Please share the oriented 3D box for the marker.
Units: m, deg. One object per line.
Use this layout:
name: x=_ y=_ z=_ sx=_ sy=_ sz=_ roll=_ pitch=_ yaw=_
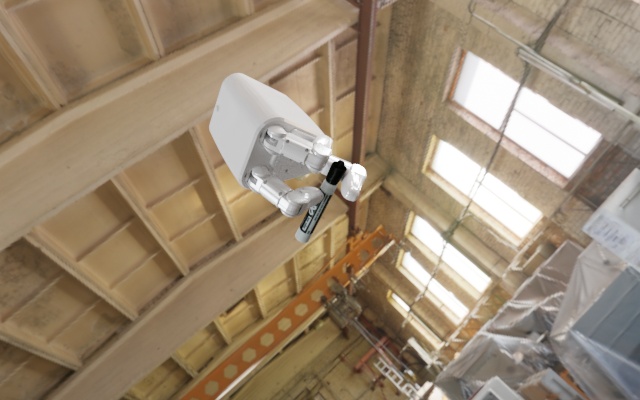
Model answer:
marker: x=0.000 y=0.002 z=0.573 sx=0.020 sy=0.121 sz=0.020 roll=19 pitch=32 yaw=-13
